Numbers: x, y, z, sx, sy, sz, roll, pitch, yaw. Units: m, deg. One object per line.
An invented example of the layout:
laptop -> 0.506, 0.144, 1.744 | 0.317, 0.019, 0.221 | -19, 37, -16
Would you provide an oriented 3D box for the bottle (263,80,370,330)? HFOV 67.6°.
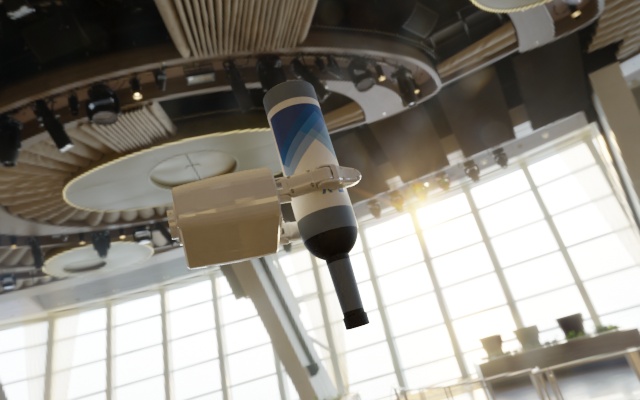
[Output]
bottle -> 0.000, 0.002, 0.557 | 0.069, 0.295, 0.069 | -15, -18, -5
